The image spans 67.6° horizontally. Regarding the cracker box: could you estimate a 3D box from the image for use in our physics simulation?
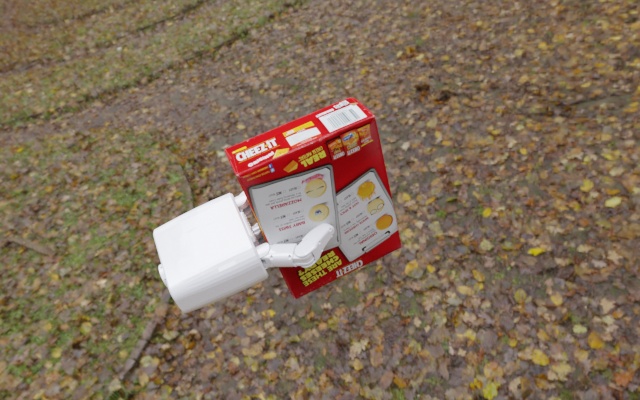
[{"bbox_3d":[0.000,0.002,0.590,0.164,0.214,0.072,-25,40,-7],"label":"cracker box"}]
